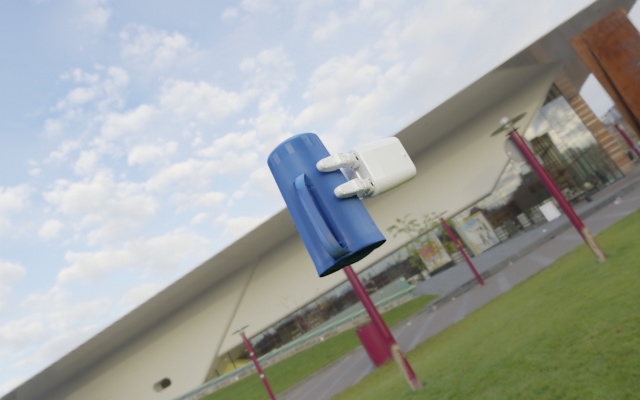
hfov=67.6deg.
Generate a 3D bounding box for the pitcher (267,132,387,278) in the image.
[{"bbox_3d":[0.000,0.003,0.841,0.145,0.242,0.149,-21,-16,-31],"label":"pitcher"}]
